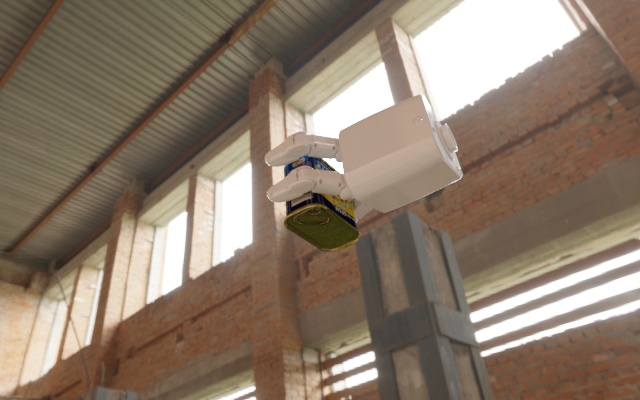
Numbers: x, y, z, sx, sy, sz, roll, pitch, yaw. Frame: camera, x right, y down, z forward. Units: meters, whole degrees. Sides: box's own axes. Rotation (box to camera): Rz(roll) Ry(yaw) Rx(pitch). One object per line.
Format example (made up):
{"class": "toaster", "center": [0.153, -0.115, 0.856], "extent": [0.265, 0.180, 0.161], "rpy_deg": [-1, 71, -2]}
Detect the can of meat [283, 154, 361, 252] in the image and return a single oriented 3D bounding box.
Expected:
{"class": "can of meat", "center": [0.000, 0.002, 0.579], "extent": [0.057, 0.084, 0.102], "rpy_deg": [-26, -40, 26]}
